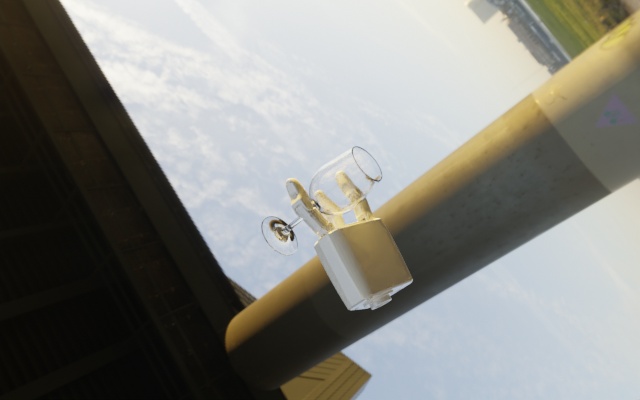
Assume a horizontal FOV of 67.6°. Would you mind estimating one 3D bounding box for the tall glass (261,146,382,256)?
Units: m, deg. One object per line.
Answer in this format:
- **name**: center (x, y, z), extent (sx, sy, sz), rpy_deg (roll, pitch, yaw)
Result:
- **tall glass**: center (0.000, 0.003, 0.724), extent (0.201, 0.079, 0.079), rpy_deg (-40, -23, 30)
